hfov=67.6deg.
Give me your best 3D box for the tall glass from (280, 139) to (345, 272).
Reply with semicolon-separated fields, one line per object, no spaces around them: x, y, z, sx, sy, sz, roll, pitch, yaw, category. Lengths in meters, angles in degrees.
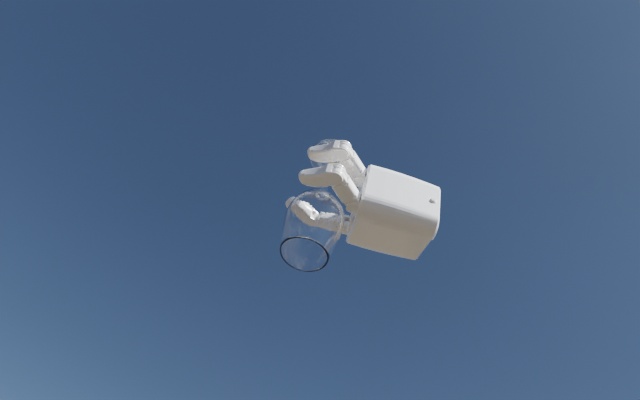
0.000;0.002;0.653;0.079;0.079;0.201;0;40;16;tall glass
